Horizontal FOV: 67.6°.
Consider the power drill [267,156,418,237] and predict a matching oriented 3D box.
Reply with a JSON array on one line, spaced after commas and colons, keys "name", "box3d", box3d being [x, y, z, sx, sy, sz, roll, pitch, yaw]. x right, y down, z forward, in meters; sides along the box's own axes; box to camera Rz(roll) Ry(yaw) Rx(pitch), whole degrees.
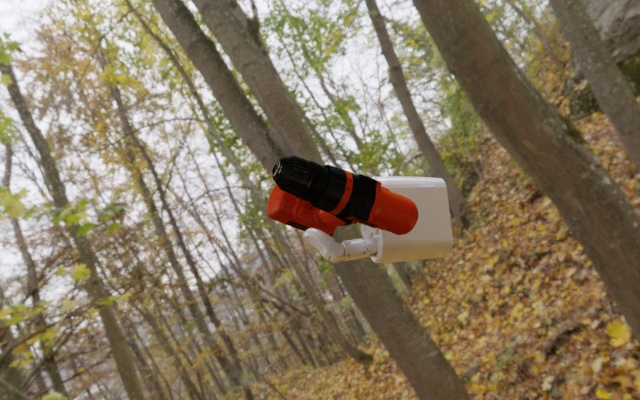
[{"name": "power drill", "box3d": [0.000, 0.002, 0.598, 0.184, 0.057, 0.187, 22, -13, -23]}]
